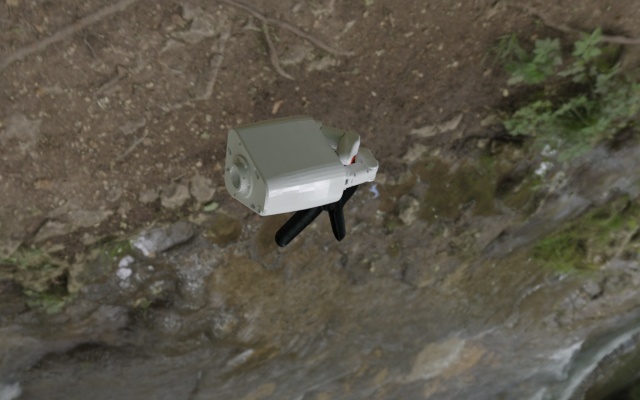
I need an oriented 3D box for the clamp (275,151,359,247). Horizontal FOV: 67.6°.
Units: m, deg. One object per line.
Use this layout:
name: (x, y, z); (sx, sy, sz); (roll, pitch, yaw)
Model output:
clamp: (0.001, 0.002, 0.675); (0.120, 0.172, 0.039); (-14, 43, -33)
